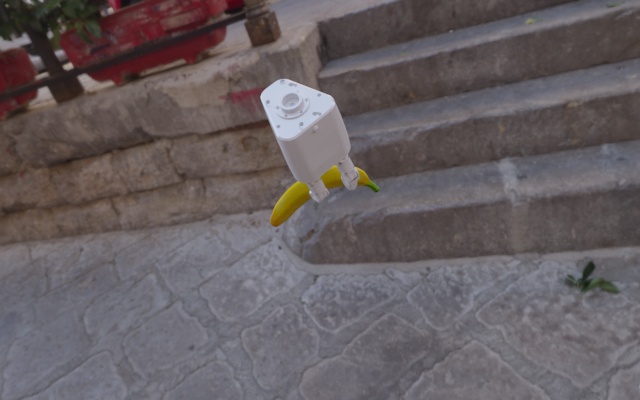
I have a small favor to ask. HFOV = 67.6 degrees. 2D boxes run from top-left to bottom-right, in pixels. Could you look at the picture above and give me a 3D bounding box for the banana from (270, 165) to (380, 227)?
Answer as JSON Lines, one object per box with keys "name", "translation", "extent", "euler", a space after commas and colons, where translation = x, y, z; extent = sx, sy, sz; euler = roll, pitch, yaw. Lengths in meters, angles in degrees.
{"name": "banana", "translation": [-0.003, -0.016, 0.816], "extent": [0.198, 0.069, 0.037], "euler": [-19, -2, 5]}
